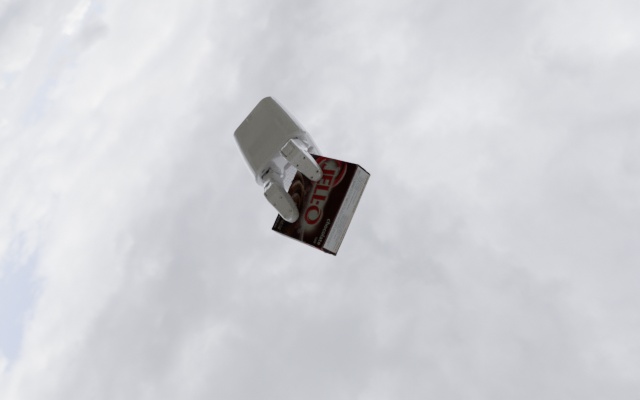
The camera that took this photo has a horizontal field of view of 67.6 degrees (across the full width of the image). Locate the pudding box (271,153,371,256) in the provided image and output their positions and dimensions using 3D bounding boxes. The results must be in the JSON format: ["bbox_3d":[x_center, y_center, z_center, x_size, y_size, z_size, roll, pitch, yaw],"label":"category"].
[{"bbox_3d":[0.000,0.002,0.594,0.090,0.113,0.039,17,-7,42],"label":"pudding box"}]
